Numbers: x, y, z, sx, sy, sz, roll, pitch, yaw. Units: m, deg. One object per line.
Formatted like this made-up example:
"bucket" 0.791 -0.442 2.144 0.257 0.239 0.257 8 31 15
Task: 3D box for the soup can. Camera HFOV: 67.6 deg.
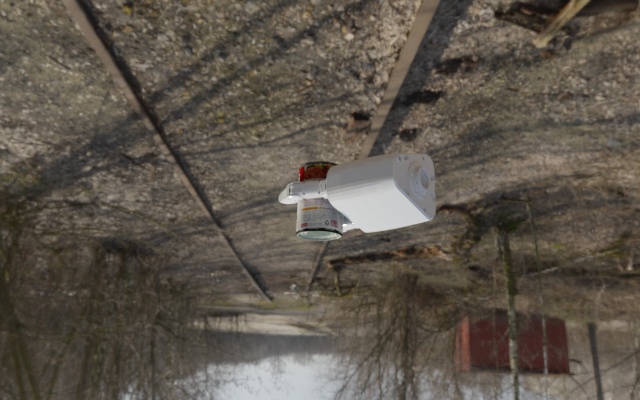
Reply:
"soup can" 0.000 0.003 0.696 0.068 0.102 0.068 2 -16 0
